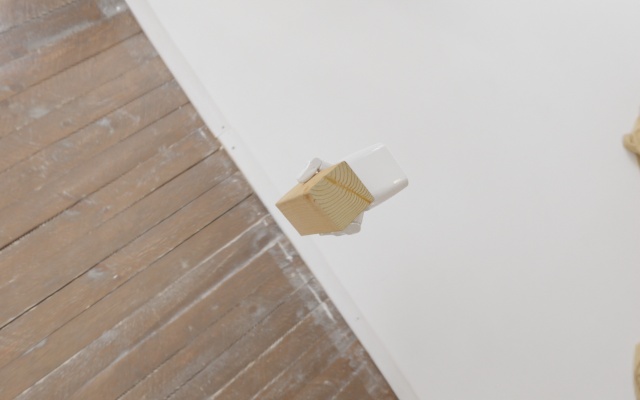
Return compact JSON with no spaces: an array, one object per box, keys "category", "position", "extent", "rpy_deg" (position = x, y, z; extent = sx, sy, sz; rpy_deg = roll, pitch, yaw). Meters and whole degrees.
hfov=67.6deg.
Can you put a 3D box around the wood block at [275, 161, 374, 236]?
[{"category":"wood block","position":[0.000,0.002,0.898],"extent":[0.090,0.091,0.206],"rpy_deg":[-42,9,-21]}]
